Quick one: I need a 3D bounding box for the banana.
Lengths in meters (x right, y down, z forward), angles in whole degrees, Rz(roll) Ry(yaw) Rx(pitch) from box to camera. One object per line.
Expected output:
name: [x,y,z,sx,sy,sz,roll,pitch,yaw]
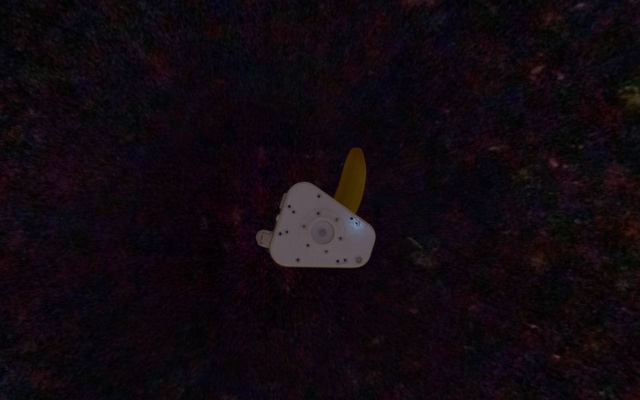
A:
banana: [0.012,0.017,0.672,0.069,0.198,0.037,41,-3,2]
